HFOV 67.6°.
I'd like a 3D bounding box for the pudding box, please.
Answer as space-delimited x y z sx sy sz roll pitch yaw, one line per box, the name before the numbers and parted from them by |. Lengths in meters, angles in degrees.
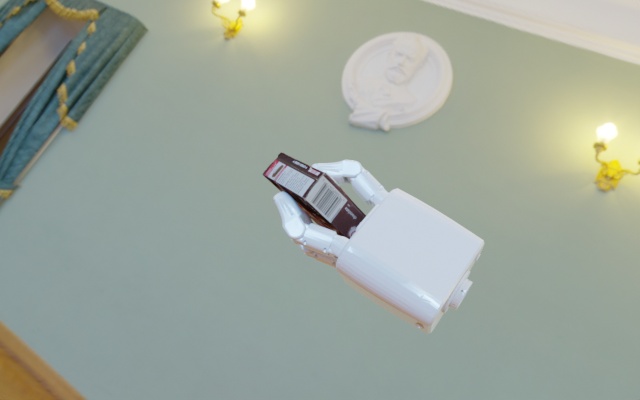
pudding box | 0.000 0.002 0.535 0.090 0.039 0.113 28 -14 50
